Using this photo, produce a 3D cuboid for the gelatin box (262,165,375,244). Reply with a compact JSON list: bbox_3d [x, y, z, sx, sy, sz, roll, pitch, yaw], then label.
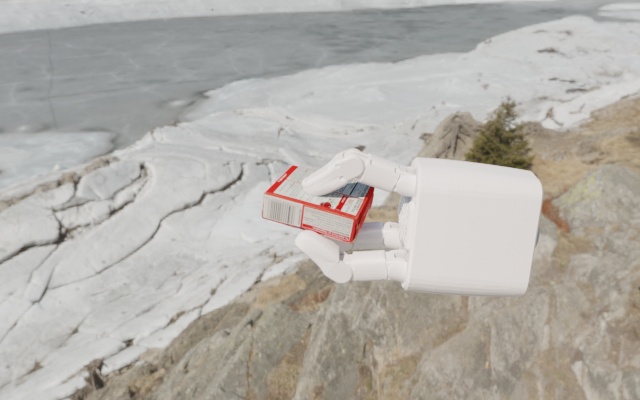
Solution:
[{"bbox_3d":[0.000,0.001,0.446,0.089,0.030,0.073,15,28,11],"label":"gelatin box"}]
